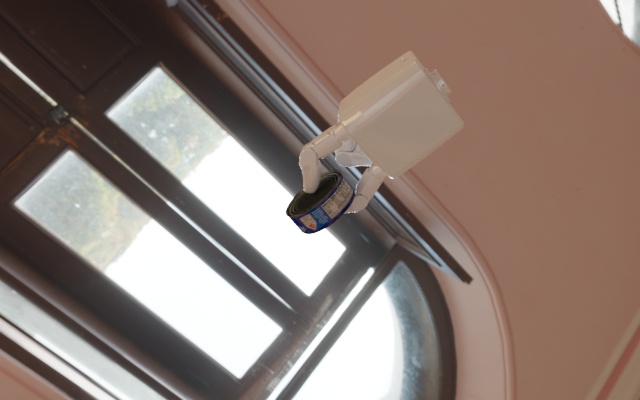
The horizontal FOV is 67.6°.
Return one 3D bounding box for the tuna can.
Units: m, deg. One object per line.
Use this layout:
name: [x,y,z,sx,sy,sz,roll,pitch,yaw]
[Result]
tuna can: [0.000,0.002,0.591,0.086,0.034,0.086,-35,19,14]
